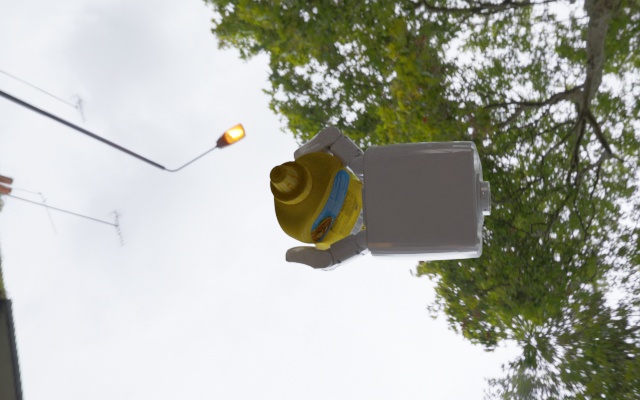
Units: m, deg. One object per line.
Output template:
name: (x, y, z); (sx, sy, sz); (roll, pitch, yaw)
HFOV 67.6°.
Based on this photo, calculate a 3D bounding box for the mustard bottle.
mustard bottle: (0.000, 0.002, 0.512); (0.058, 0.096, 0.192); (24, -4, 28)
